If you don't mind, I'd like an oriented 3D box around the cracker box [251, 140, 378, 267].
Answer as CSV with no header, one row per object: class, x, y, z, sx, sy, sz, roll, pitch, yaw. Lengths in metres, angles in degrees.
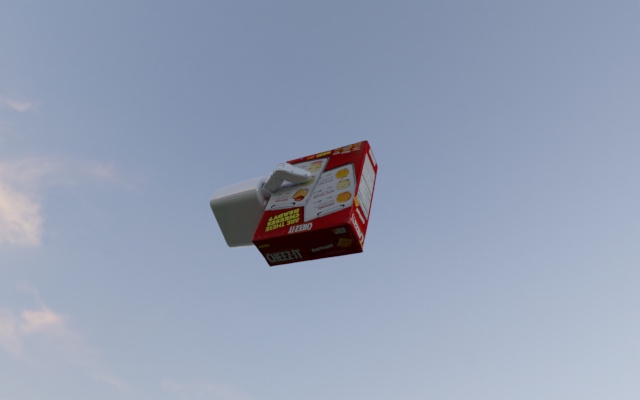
cracker box,0.000,0.002,0.788,0.164,0.072,0.213,-12,36,24
